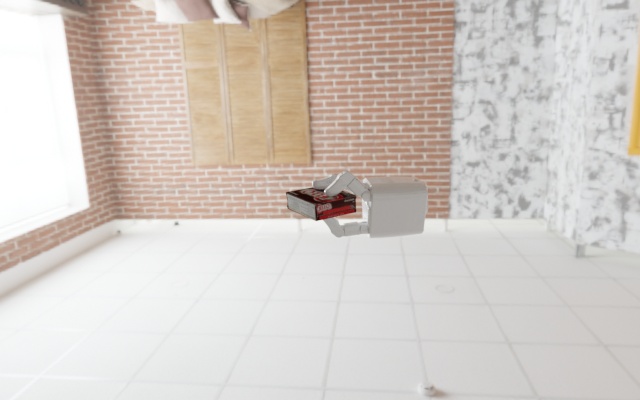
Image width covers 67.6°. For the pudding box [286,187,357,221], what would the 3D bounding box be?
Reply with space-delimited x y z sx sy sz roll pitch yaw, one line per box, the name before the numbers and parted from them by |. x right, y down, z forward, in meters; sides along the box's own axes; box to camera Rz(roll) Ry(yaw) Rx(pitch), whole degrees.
pudding box | 0.000 0.003 0.897 0.090 0.039 0.113 -10 15 -31
